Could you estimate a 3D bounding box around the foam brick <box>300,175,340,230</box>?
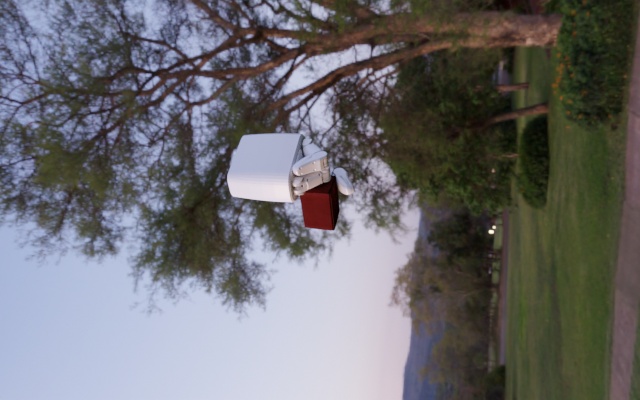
[{"bbox_3d":[0.000,0.003,0.788,0.051,0.078,0.053,3,37,13],"label":"foam brick"}]
